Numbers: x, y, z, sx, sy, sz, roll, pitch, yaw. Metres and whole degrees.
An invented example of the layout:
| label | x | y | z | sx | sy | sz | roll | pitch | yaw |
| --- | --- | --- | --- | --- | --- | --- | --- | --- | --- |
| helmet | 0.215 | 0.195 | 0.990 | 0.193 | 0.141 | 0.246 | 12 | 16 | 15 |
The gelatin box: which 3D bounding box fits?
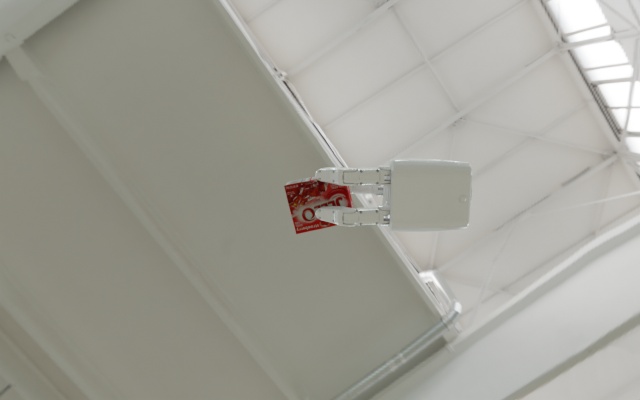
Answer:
| label | x | y | z | sx | sy | sz | roll | pitch | yaw |
| --- | --- | --- | --- | --- | --- | --- | --- | --- | --- |
| gelatin box | 0.000 | 0.002 | 0.680 | 0.089 | 0.073 | 0.030 | -12 | 11 | 9 |
